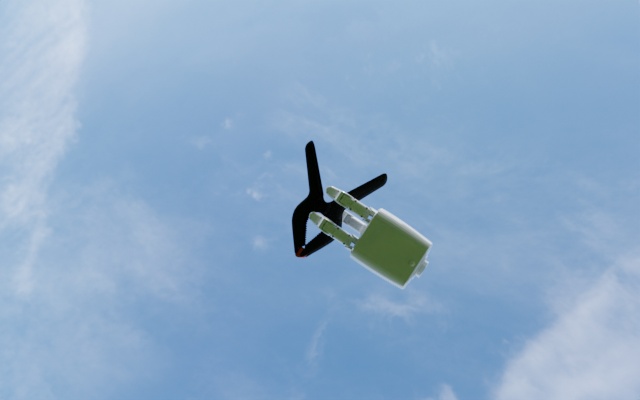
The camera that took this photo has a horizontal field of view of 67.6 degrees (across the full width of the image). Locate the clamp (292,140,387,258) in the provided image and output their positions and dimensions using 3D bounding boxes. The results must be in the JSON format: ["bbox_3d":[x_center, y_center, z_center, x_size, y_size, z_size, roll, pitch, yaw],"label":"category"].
[{"bbox_3d":[0.000,0.004,0.866,0.164,0.210,0.036,33,2,18],"label":"clamp"}]
